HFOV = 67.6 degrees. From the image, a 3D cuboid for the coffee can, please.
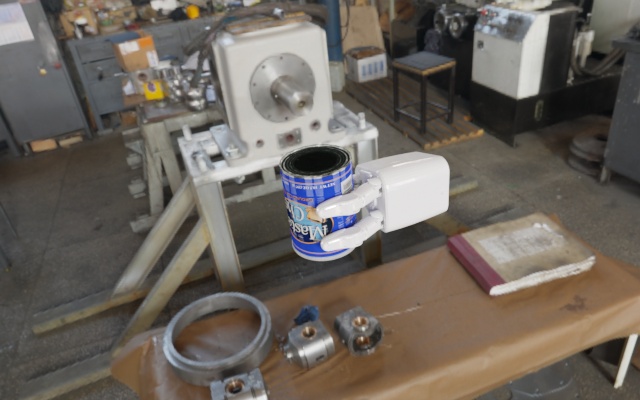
[{"bbox_3d":[0.000,0.002,0.699,0.103,0.140,0.102,-5,31,3],"label":"coffee can"}]
